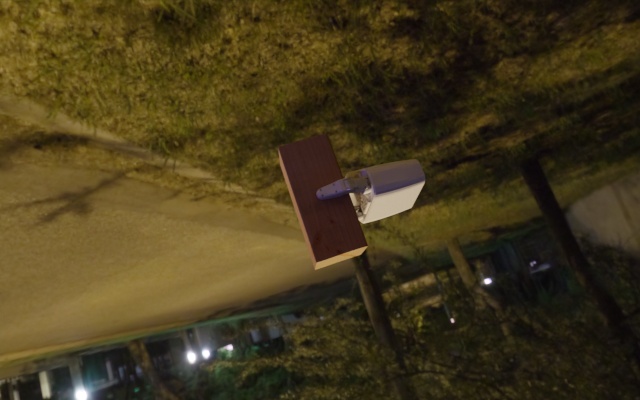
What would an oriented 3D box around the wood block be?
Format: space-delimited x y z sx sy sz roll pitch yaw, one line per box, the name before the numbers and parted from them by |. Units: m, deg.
wood block | 0.001 0.003 0.824 0.090 0.206 0.091 -17 -14 -8
